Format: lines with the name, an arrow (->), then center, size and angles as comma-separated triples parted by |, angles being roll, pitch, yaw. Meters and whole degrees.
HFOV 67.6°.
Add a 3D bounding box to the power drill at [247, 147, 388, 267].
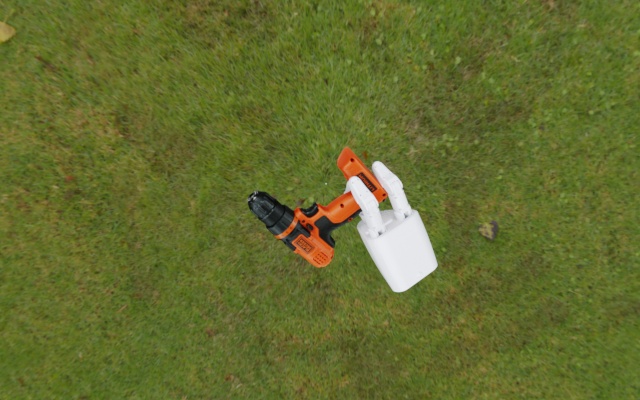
power drill -> 0.001, 0.002, 0.781 | 0.184, 0.188, 0.057 | 43, 12, -28
